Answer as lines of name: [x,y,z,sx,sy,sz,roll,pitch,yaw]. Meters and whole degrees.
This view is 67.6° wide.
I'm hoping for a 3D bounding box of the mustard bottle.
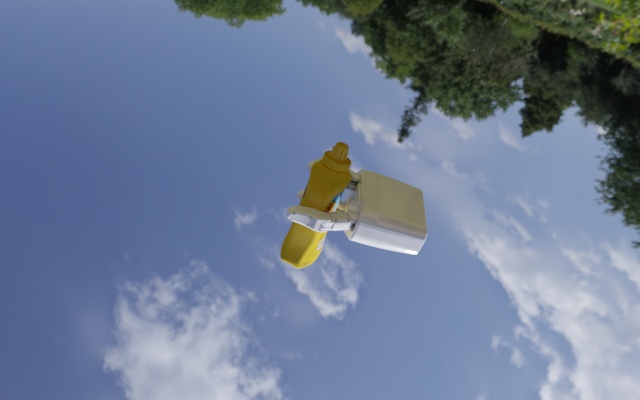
mustard bottle: [0.000,0.002,0.697,0.058,0.192,0.096,28,29,10]
